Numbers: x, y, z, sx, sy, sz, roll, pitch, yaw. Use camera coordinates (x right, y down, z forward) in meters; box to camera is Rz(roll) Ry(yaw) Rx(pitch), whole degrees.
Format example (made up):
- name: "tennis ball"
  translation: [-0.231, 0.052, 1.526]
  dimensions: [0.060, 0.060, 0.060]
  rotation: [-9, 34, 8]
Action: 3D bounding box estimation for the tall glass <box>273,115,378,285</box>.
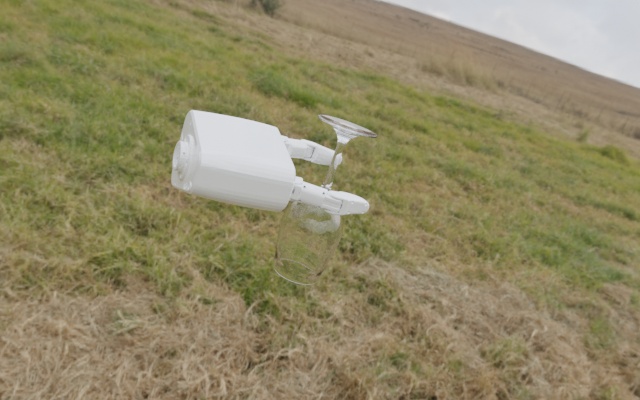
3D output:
- name: "tall glass"
  translation: [0.000, 0.001, 0.588]
  dimensions: [0.079, 0.201, 0.079]
  rotation: [18, 16, -5]
